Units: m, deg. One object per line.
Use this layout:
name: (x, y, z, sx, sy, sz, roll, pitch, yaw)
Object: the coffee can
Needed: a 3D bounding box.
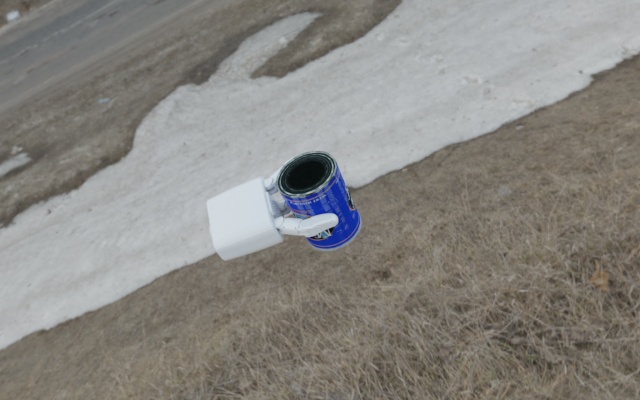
coffee can: (0.000, 0.003, 0.796, 0.103, 0.102, 0.140, 0, -41, 27)
